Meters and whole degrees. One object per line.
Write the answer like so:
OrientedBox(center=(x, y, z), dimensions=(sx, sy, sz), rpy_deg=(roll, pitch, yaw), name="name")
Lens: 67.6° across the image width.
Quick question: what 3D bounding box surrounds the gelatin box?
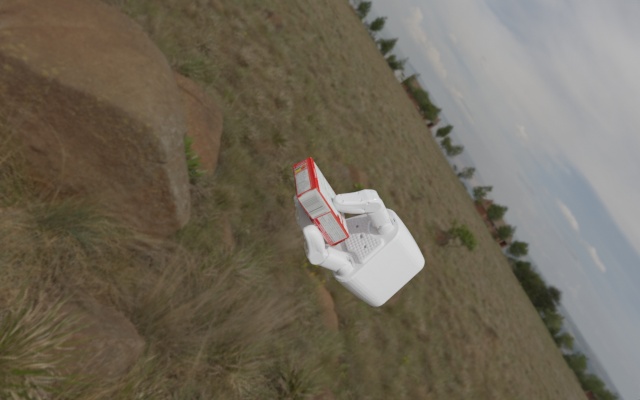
OrientedBox(center=(0.000, 0.001, 0.588), dimensions=(0.030, 0.089, 0.073), rpy_deg=(-27, 34, 11), name="gelatin box")
